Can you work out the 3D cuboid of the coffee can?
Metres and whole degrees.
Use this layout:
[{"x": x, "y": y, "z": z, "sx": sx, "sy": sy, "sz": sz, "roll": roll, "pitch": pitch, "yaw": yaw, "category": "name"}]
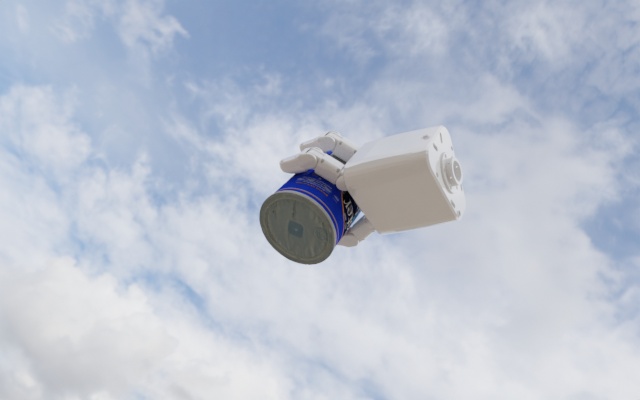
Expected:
[{"x": 0.000, "y": 0.002, "z": 0.623, "sx": 0.103, "sy": 0.103, "sz": 0.140, "roll": 0, "pitch": 29, "yaw": 30, "category": "coffee can"}]
